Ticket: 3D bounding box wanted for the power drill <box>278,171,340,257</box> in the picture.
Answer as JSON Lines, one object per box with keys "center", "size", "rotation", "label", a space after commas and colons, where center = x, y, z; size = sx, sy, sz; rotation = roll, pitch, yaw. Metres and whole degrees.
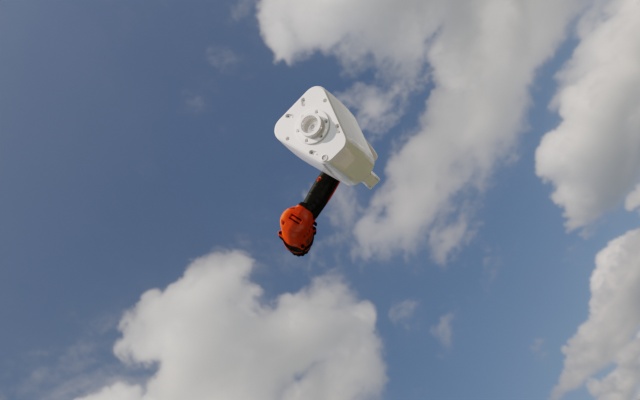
{"center": [0.000, 0.002, 0.790], "size": [0.057, 0.187, 0.184], "rotation": [30, -16, 7], "label": "power drill"}
